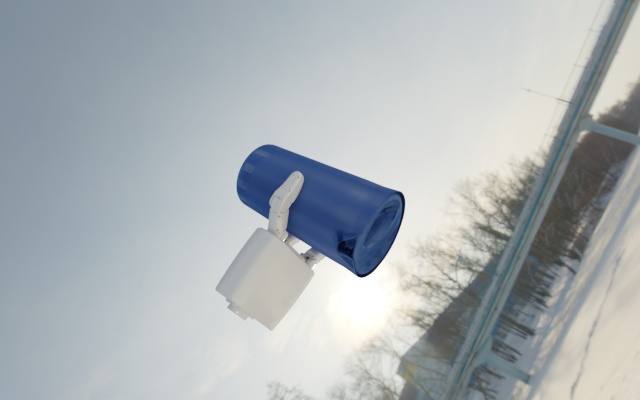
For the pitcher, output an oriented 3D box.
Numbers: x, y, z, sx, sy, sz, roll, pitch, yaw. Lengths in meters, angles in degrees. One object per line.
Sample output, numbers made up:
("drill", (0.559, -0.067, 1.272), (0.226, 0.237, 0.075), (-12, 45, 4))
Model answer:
("pitcher", (0.000, 0.002, 0.722), (0.242, 0.145, 0.149), (27, -17, 28))
